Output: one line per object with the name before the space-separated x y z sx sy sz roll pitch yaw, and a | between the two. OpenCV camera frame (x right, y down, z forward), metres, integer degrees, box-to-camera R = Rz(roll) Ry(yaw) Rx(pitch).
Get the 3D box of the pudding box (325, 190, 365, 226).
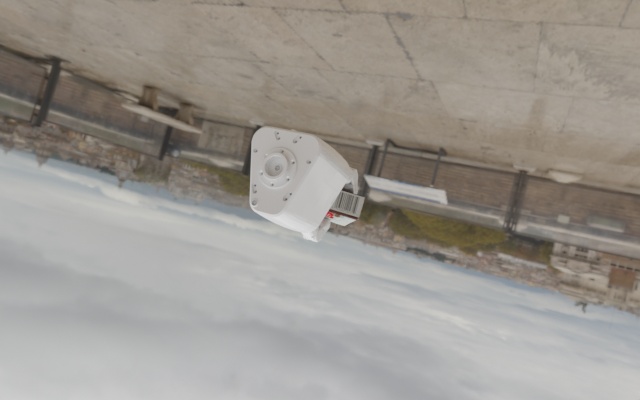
pudding box | 0.000 0.002 0.708 0.113 0.039 0.090 18 -10 -6
